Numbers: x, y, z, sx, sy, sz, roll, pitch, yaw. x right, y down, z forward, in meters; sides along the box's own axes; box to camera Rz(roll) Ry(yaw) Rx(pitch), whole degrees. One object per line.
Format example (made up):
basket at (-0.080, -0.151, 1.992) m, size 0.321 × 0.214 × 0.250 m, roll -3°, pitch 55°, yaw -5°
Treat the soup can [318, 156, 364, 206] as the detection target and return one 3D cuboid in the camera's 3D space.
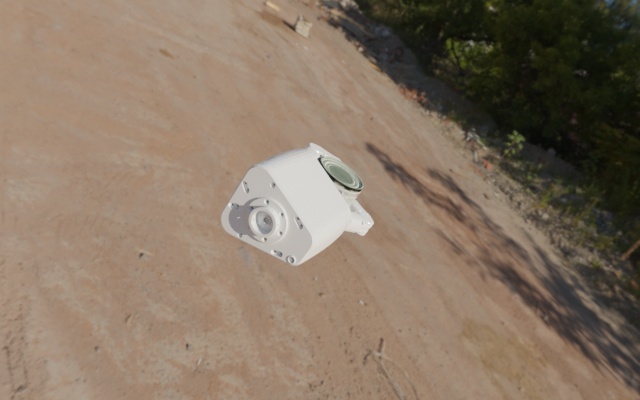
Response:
soup can at (0.001, 0.002, 0.617) m, size 0.068 × 0.102 × 0.068 m, roll 29°, pitch 25°, yaw -15°
